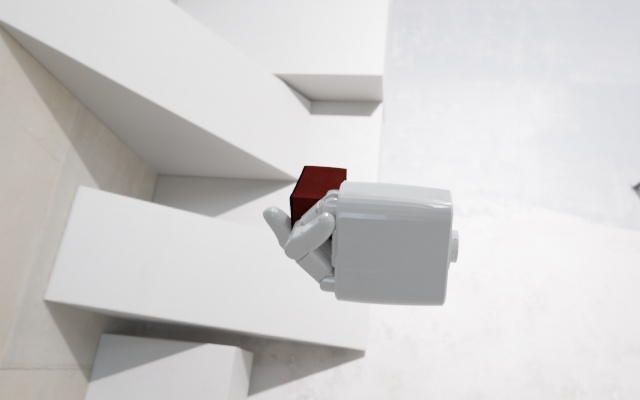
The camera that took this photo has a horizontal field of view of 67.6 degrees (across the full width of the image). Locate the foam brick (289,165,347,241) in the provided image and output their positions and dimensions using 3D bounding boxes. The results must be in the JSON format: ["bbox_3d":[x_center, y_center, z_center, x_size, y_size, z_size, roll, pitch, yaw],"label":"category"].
[{"bbox_3d":[0.000,0.001,0.526,0.051,0.053,0.078,3,31,9],"label":"foam brick"}]
